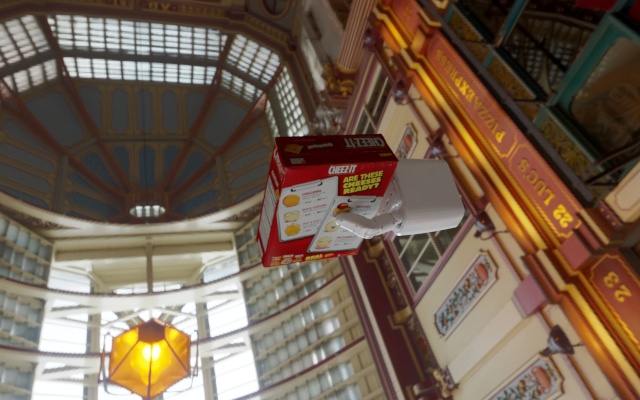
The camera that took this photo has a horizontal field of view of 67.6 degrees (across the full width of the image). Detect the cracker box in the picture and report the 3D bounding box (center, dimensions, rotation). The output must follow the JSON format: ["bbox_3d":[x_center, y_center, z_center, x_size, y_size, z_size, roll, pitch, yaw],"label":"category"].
[{"bbox_3d":[0.000,0.003,0.709,0.164,0.072,0.214,-5,-42,-21],"label":"cracker box"}]
